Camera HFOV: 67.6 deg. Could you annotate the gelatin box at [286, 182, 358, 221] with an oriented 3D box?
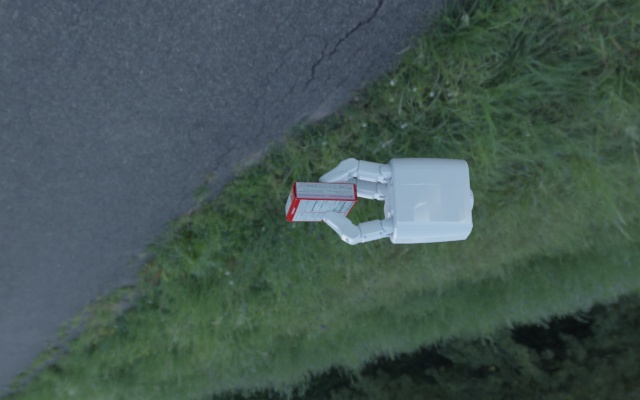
[{"bbox_3d":[0.000,0.003,0.670,0.089,0.030,0.073,1,-26,-14],"label":"gelatin box"}]
